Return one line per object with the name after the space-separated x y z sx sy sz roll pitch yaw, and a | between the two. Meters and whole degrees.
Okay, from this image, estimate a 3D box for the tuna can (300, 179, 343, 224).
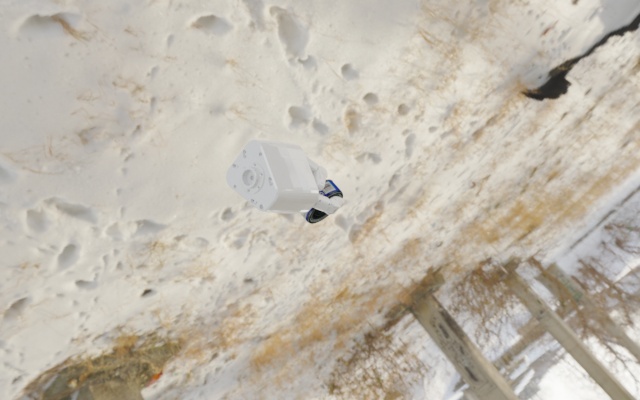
0.001 0.003 0.879 0.086 0.033 0.086 -35 -22 -16 | tuna can
